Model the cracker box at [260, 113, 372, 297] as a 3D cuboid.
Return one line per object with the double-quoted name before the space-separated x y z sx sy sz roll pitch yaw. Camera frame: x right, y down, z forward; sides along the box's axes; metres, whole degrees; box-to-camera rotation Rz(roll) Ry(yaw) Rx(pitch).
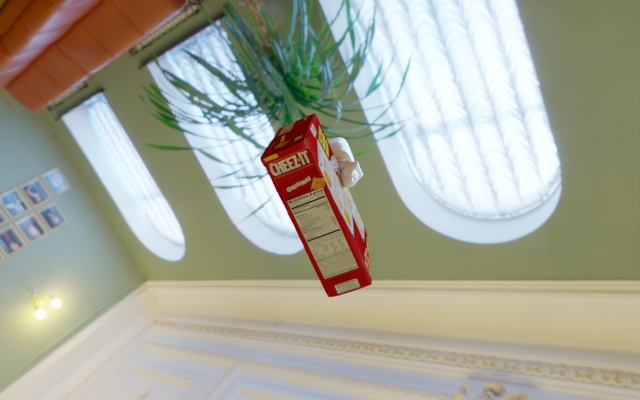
"cracker box" 0.000 0.002 0.667 0.072 0.214 0.164 -22 18 11
